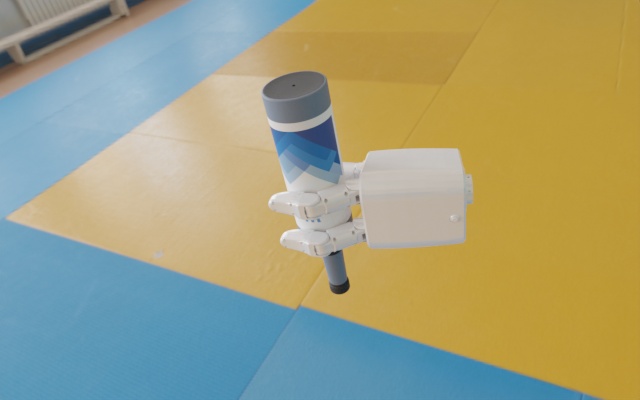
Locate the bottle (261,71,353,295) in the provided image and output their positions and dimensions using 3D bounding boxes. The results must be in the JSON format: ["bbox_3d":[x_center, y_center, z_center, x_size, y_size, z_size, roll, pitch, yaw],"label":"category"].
[{"bbox_3d":[0.000,0.002,0.555,0.069,0.296,0.069,-8,37,6],"label":"bottle"}]
